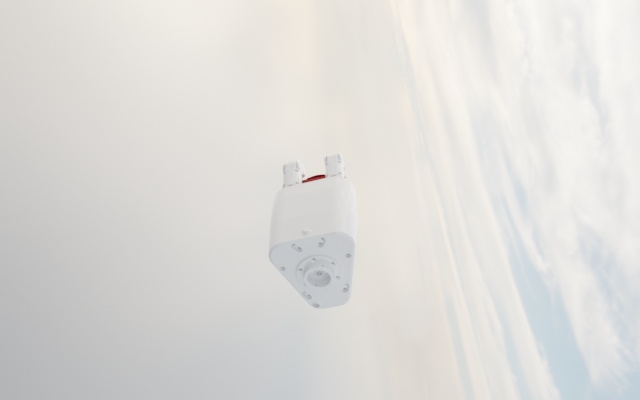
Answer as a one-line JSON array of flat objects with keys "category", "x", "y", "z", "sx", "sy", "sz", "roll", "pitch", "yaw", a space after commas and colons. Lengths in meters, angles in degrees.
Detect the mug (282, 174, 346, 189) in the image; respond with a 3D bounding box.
[{"category": "mug", "x": 0.000, "y": 0.001, "z": 0.663, "sx": 0.081, "sy": 0.093, "sz": 0.117, "roll": -11, "pitch": 35, "yaw": 9}]
